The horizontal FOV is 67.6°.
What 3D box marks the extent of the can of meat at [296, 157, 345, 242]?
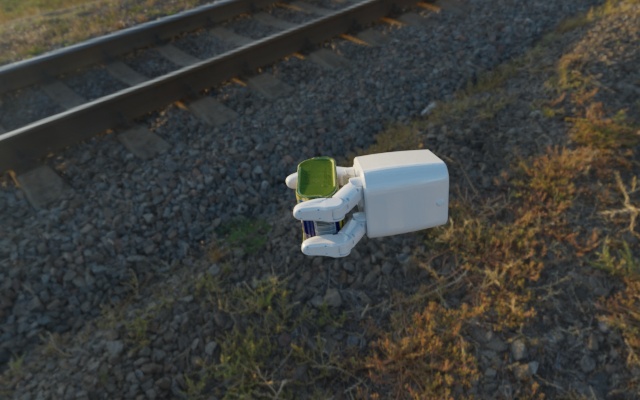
[{"bbox_3d":[0.000,0.002,0.632,0.057,0.084,0.102,-6,35,3],"label":"can of meat"}]
